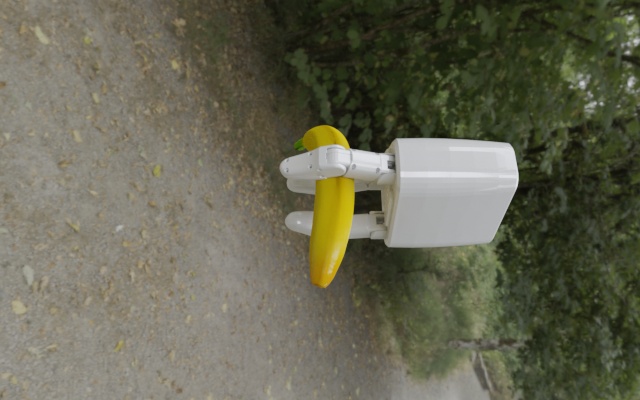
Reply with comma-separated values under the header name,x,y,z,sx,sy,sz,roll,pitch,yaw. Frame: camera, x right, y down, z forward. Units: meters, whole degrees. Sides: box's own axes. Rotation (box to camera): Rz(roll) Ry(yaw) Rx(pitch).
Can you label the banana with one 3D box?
name,x,y,z,sx,sy,sz,roll,pitch,yaw
banana,0.007,-0.014,0.452,0.037,0.197,0.070,13,-49,-18
